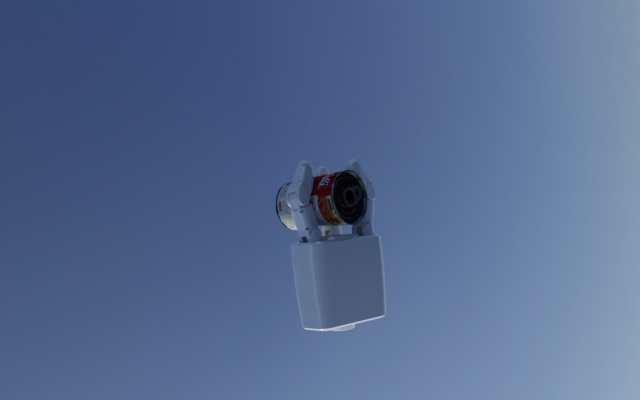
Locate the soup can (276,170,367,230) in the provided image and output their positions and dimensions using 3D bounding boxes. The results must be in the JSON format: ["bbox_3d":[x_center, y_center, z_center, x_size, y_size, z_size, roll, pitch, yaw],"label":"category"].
[{"bbox_3d":[0.000,0.002,0.616,0.102,0.068,0.068,-9,-6,42],"label":"soup can"}]
